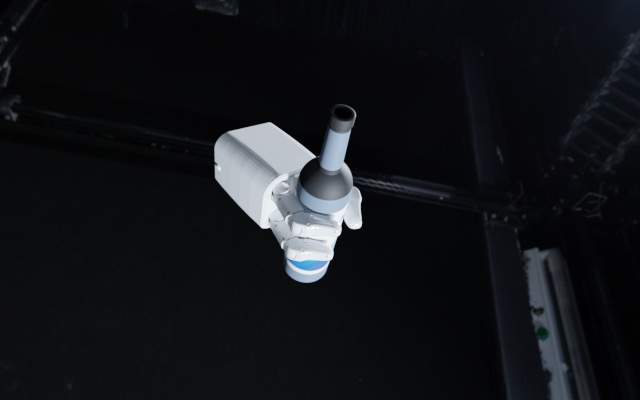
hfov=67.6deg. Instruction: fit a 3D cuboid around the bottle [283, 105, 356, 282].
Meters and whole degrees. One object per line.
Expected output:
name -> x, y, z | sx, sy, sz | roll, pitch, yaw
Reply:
bottle -> 0.000, 0.002, 0.601 | 0.069, 0.069, 0.296 | 0, -38, -11
